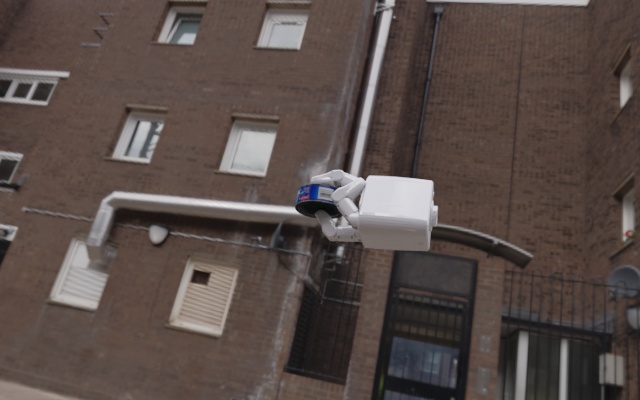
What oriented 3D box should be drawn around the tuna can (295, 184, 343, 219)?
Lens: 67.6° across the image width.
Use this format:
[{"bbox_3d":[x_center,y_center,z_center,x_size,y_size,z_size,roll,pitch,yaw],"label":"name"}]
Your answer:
[{"bbox_3d":[0.000,0.002,0.830,0.086,0.033,0.086,6,-22,2],"label":"tuna can"}]
